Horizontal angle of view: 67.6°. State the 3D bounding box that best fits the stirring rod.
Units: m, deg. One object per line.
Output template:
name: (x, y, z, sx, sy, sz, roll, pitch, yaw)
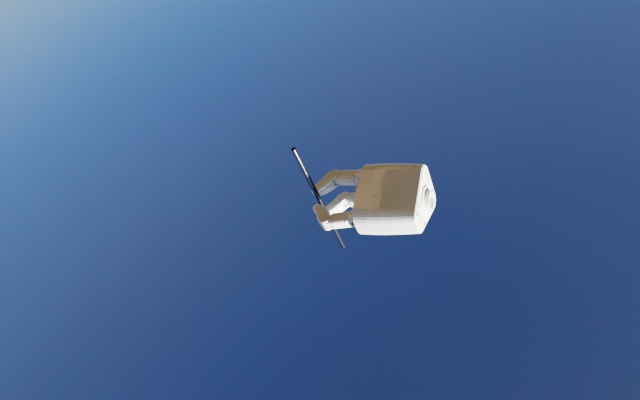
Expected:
stirring rod: (0.000, 0.003, 0.827, 0.011, 0.011, 0.240, 0, -44, 30)
